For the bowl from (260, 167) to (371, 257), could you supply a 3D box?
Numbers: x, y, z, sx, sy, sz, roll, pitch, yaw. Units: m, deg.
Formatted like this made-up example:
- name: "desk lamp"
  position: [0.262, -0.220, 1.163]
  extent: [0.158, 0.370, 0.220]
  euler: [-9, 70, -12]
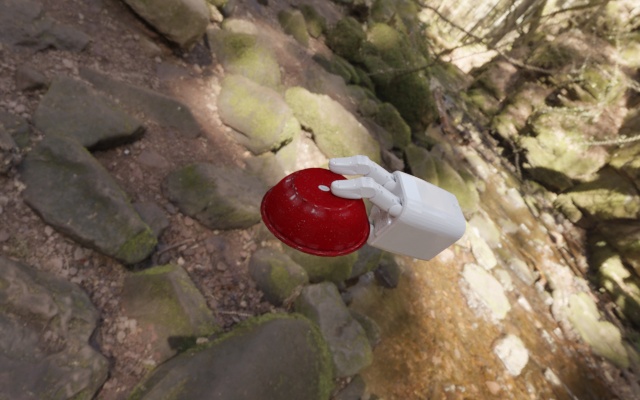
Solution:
- name: "bowl"
  position: [-0.001, 0.002, 0.664]
  extent: [0.162, 0.055, 0.162]
  euler: [11, 38, -8]
